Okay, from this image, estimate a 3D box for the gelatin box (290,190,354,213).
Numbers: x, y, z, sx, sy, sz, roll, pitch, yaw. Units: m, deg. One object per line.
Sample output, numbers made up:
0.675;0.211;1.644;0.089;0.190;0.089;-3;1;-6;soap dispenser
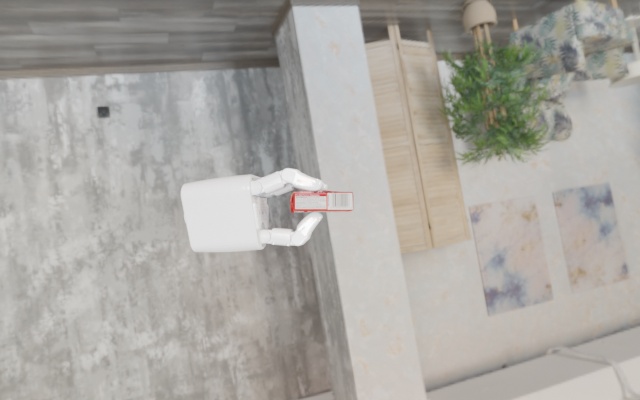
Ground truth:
0.000;0.003;0.709;0.089;0.030;0.073;0;-3;-5;gelatin box
